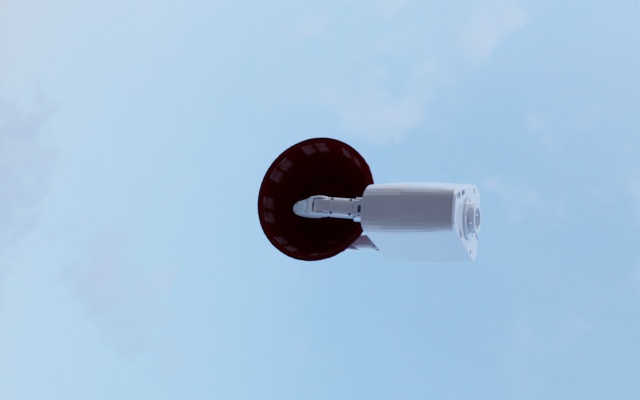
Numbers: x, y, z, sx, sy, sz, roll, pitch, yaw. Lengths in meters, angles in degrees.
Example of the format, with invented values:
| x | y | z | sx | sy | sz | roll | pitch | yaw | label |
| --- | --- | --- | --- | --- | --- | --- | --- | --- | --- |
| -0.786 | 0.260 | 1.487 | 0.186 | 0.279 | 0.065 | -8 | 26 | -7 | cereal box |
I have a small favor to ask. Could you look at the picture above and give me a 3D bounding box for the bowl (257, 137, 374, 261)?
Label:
| x | y | z | sx | sy | sz | roll | pitch | yaw | label |
| --- | --- | --- | --- | --- | --- | --- | --- | --- | --- |
| -0.001 | 0.002 | 0.627 | 0.162 | 0.162 | 0.055 | 0 | -13 | 22 | bowl |
